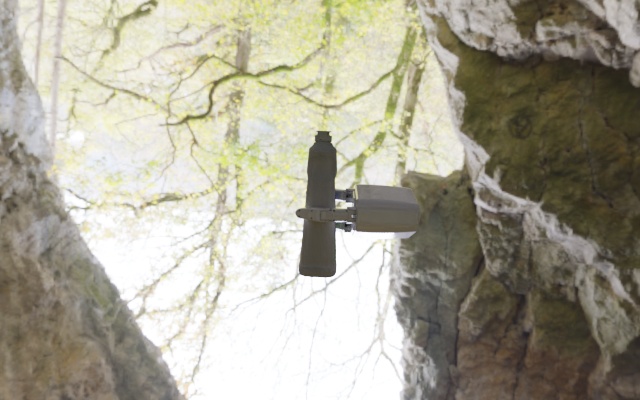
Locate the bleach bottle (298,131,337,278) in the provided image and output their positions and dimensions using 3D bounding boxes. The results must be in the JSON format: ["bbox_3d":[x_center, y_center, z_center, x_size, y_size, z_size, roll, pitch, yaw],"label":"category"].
[{"bbox_3d":[0.000,0.003,0.847,0.068,0.251,0.102,2,5,1],"label":"bleach bottle"}]
